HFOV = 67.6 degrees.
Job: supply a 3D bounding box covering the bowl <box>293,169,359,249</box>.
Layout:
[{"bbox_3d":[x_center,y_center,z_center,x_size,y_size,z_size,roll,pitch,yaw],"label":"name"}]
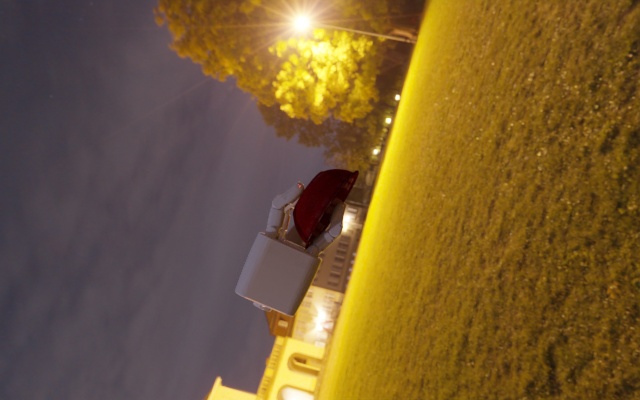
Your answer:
[{"bbox_3d":[0.001,0.001,0.820,0.055,0.162,0.162,34,5,8],"label":"bowl"}]
